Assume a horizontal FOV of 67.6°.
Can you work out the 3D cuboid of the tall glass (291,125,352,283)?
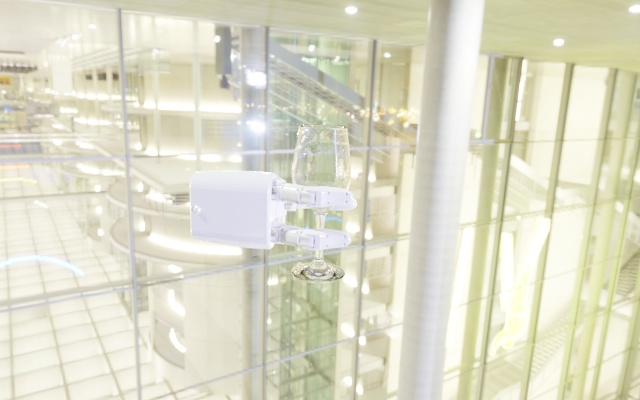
[{"bbox_3d":[0.000,0.003,0.633,0.079,0.201,0.079,2,13,0],"label":"tall glass"}]
